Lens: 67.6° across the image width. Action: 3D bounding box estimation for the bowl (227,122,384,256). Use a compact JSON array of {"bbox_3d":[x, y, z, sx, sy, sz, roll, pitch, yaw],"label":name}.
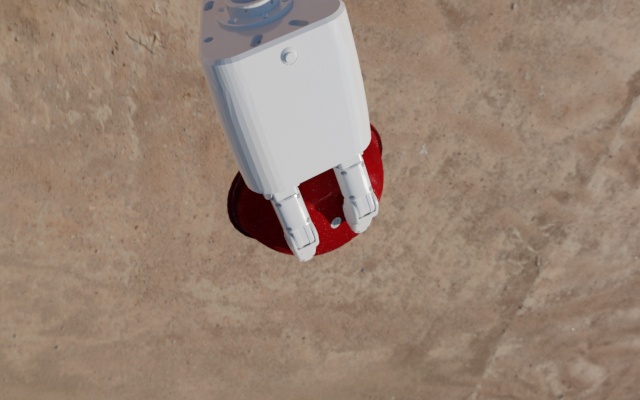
[{"bbox_3d":[0.001,0.002,0.438,0.162,0.055,0.162,-22,-35,-16],"label":"bowl"}]
